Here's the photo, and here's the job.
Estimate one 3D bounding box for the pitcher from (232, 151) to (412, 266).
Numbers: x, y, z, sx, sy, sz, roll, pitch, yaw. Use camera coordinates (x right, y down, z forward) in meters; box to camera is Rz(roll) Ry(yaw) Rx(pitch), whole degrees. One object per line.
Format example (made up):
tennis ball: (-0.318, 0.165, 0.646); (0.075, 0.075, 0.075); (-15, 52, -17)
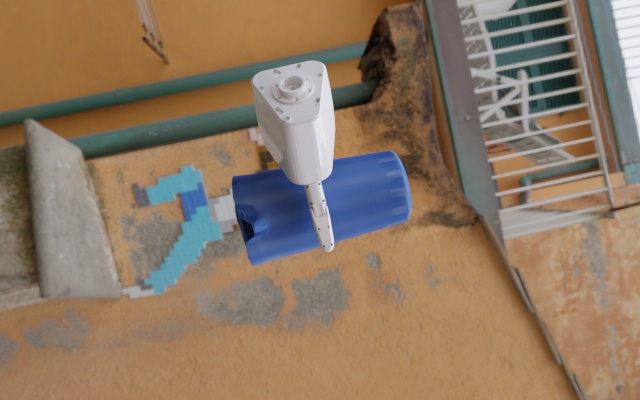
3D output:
pitcher: (0.000, 0.002, 0.702); (0.243, 0.149, 0.145); (-13, -37, -2)
